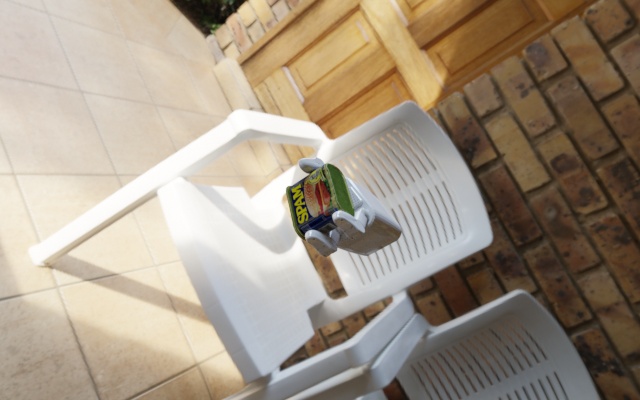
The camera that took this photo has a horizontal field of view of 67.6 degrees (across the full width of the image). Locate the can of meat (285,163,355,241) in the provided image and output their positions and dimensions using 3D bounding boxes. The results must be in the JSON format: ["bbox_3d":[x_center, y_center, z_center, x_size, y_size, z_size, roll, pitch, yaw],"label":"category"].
[{"bbox_3d":[0.000,0.002,0.745,0.084,0.102,0.057,-32,-37,24],"label":"can of meat"}]
